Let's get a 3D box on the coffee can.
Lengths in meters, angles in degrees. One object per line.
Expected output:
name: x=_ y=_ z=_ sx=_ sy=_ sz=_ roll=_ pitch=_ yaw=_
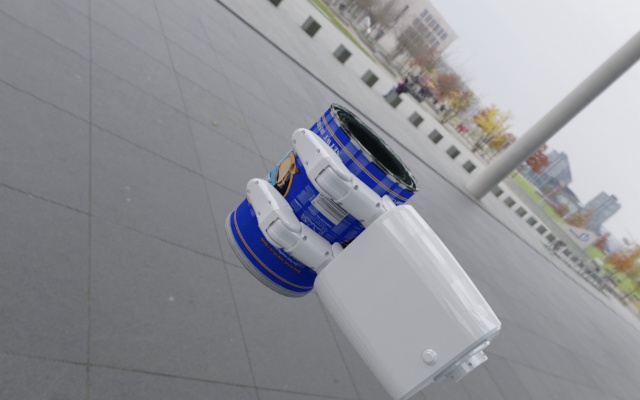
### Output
coffee can: x=0.000 y=0.001 z=0.418 sx=0.140 sy=0.102 sz=0.103 roll=-45 pitch=-18 yaw=18
